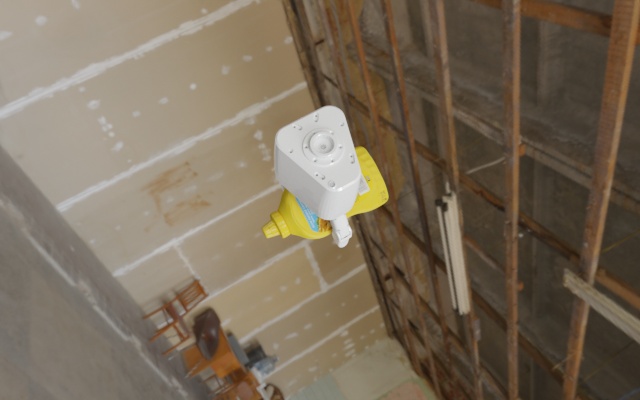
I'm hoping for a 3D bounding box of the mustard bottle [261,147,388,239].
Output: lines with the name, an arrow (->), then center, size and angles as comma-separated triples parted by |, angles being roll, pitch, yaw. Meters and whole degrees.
mustard bottle -> 0.000, 0.002, 0.711 | 0.191, 0.096, 0.058 | -29, 10, -12
